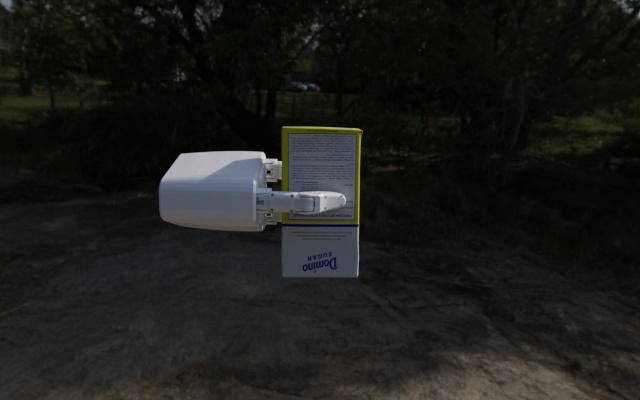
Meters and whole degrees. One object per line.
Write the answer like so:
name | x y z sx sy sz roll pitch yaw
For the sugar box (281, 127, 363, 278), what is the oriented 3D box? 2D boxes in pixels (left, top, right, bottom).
sugar box | 0.000 0.002 0.569 0.093 0.176 0.048 1 10 -1
